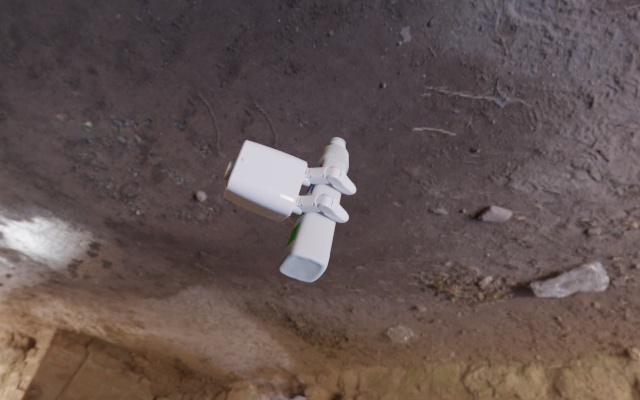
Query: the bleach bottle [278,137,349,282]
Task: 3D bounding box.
[{"bbox_3d":[0.000,0.003,0.800,0.068,0.250,0.103,21,-32,-9],"label":"bleach bottle"}]
